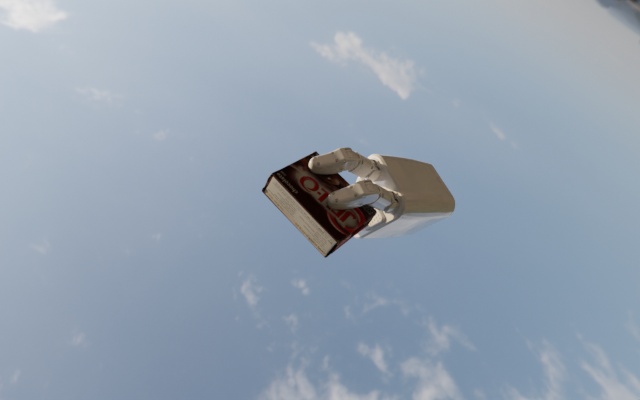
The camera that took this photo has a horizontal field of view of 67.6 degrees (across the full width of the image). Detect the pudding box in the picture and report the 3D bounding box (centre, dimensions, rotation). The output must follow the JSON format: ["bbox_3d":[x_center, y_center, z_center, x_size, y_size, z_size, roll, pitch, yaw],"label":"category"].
[{"bbox_3d":[0.000,0.002,0.570,0.090,0.113,0.039,-33,-18,-50],"label":"pudding box"}]
